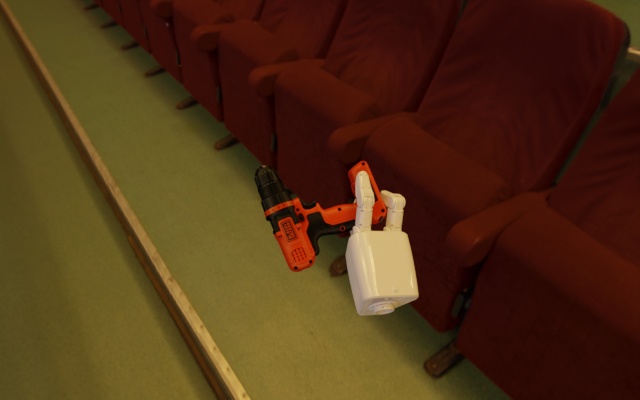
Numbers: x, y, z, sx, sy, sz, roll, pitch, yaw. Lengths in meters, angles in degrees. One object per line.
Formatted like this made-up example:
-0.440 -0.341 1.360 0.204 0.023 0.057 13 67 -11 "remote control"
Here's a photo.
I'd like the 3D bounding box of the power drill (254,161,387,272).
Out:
0.001 0.003 0.790 0.187 0.184 0.057 -22 -5 -5 "power drill"
